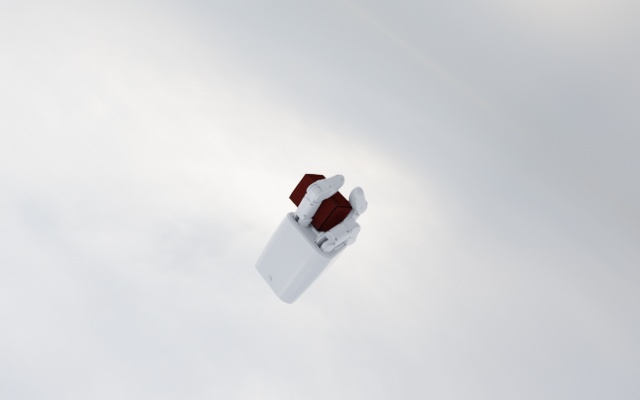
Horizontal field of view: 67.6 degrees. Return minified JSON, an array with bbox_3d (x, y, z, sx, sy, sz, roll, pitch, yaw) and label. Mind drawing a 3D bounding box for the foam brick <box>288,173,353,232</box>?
[{"bbox_3d":[0.000,0.002,0.729,0.078,0.051,0.053,47,23,26],"label":"foam brick"}]
